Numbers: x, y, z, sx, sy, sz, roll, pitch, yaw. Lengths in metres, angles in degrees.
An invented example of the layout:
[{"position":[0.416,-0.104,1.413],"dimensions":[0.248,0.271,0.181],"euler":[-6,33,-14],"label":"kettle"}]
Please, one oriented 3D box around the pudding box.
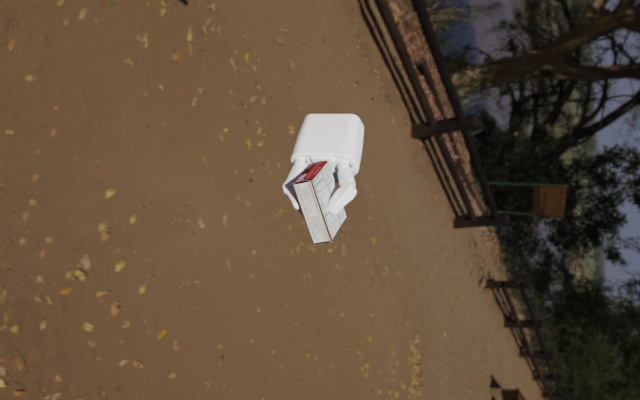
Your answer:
[{"position":[0.000,0.002,0.779],"dimensions":[0.039,0.113,0.090],"euler":[-11,20,25],"label":"pudding box"}]
